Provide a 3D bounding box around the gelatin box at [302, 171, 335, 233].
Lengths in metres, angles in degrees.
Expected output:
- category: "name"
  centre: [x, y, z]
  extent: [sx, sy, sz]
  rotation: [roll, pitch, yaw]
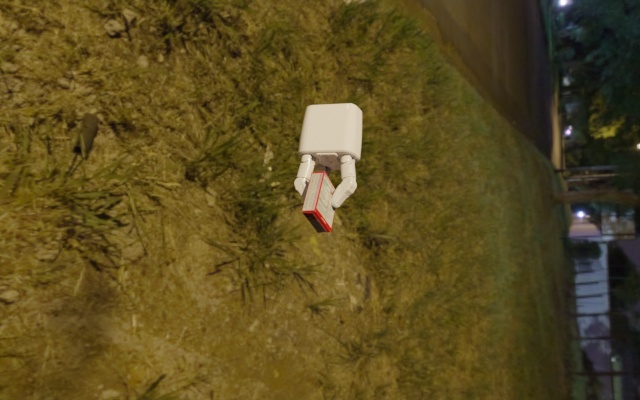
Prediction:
- category: "gelatin box"
  centre: [0.000, 0.003, 0.865]
  extent: [0.030, 0.089, 0.073]
  rotation: [-4, -35, 24]
